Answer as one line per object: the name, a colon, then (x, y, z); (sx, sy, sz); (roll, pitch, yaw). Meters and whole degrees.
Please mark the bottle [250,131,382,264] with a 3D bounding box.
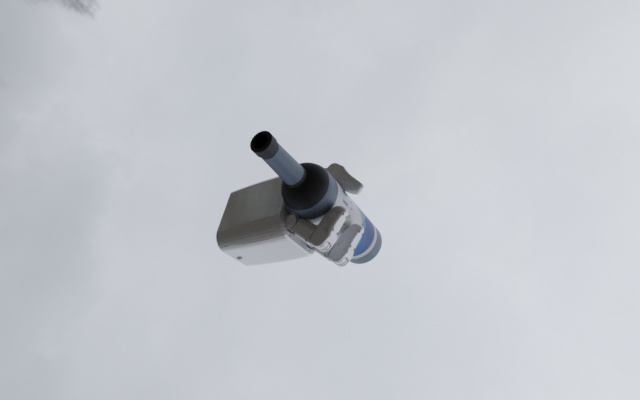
bottle: (0.000, 0.002, 0.621); (0.069, 0.069, 0.296); (0, -26, 29)
